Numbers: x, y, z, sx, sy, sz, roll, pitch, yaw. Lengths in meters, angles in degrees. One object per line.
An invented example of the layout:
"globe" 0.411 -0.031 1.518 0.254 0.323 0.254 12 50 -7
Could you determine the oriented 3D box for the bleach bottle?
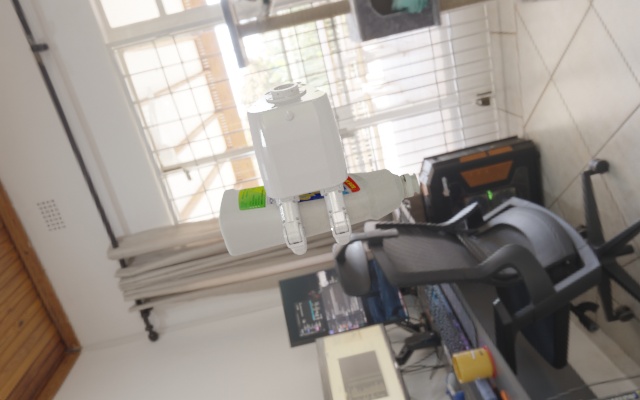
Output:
"bleach bottle" 0.000 0.002 0.620 0.251 0.068 0.102 -13 27 1
